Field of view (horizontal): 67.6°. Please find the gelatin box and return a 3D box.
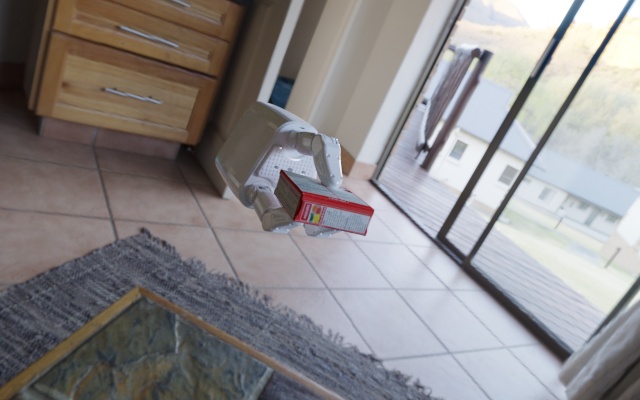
[{"bbox_3d":[0.000,0.001,0.462,0.073,0.030,0.089,13,12,-22],"label":"gelatin box"}]
